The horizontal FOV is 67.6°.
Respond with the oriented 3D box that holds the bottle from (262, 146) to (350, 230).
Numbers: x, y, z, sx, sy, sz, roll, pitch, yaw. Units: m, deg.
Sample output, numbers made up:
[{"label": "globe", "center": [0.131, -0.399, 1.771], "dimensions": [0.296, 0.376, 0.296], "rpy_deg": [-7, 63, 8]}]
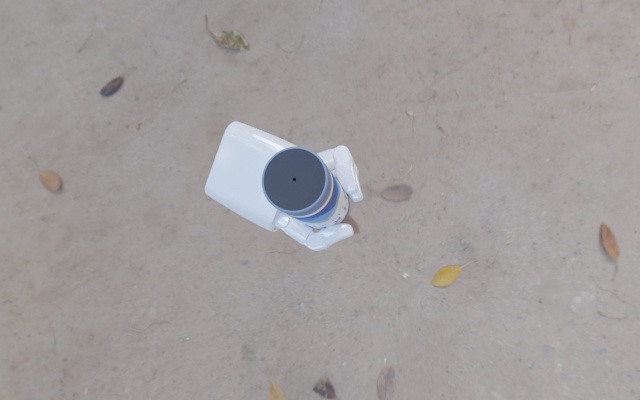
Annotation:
[{"label": "bottle", "center": [0.000, 0.002, 0.605], "dimensions": [0.069, 0.069, 0.296], "rpy_deg": [0, -9, 10]}]
